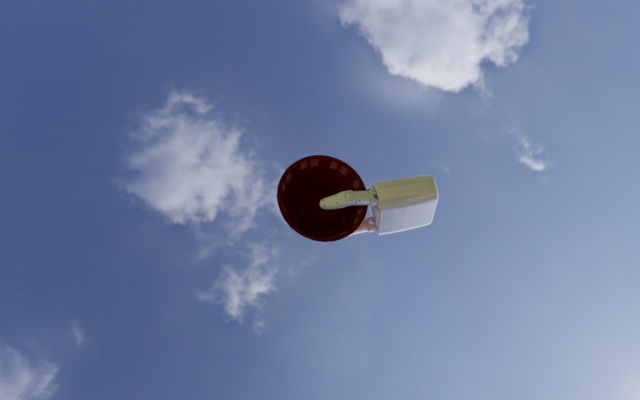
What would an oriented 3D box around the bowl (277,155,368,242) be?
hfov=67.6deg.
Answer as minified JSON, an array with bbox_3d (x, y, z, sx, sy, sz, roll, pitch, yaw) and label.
[{"bbox_3d":[-0.001,0.003,0.851,0.162,0.162,0.055,0,-20,-12],"label":"bowl"}]
